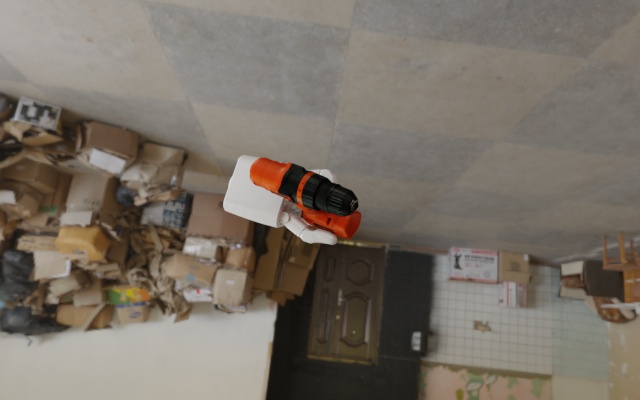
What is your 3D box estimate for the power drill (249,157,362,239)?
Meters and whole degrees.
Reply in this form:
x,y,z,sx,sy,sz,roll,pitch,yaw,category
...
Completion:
x,y,z,sx,sy,sz,roll,pitch,yaw,category
0.000,0.003,0.751,0.184,0.057,0.188,23,-11,30,power drill
